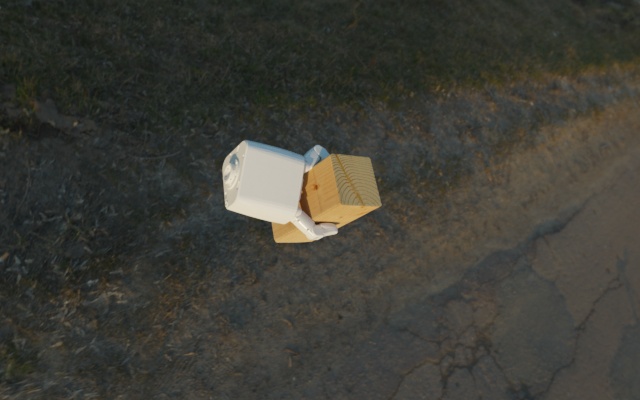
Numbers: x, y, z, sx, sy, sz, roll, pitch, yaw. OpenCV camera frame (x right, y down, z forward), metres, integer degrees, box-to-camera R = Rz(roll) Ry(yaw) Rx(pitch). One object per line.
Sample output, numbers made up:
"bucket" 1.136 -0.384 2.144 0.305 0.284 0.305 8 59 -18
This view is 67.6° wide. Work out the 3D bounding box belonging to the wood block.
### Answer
"wood block" 0.000 0.003 0.852 0.090 0.090 0.206 2 -21 -37
